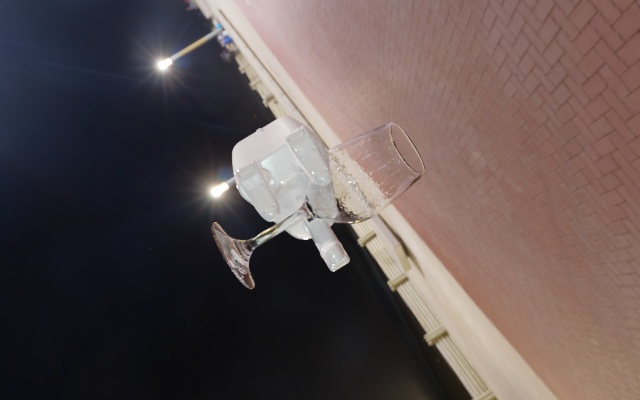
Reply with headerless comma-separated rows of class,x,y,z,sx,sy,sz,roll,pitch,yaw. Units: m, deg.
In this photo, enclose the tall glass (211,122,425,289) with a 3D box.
tall glass,0.000,0.002,0.463,0.201,0.079,0.079,-31,1,-1
